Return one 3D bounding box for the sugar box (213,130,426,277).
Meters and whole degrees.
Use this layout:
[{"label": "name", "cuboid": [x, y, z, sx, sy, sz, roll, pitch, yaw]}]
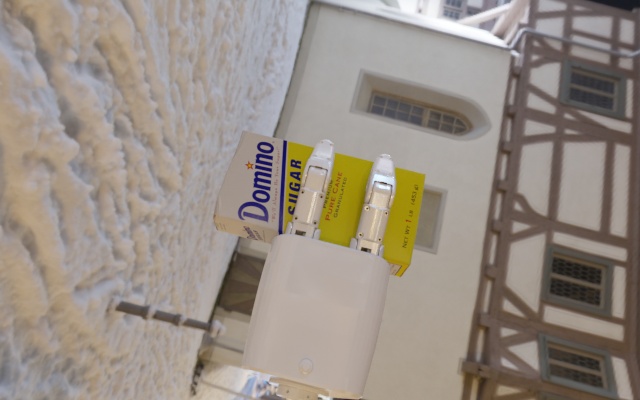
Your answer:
[{"label": "sugar box", "cuboid": [0.000, 0.001, 0.438, 0.176, 0.093, 0.048, 14, -25, 0]}]
